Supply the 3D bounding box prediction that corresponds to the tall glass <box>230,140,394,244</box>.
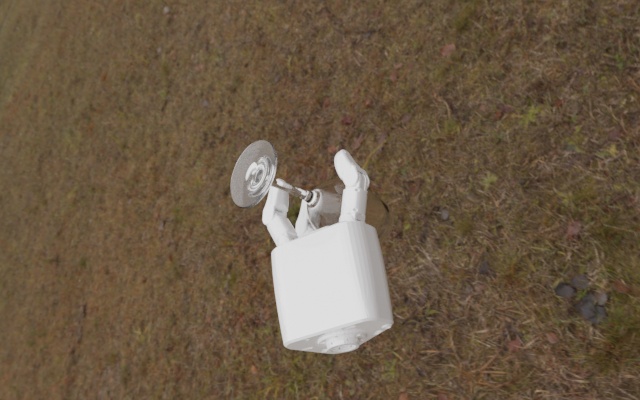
[{"bbox_3d":[0.000,0.001,0.550,0.201,0.079,0.079,22,-15,-41],"label":"tall glass"}]
